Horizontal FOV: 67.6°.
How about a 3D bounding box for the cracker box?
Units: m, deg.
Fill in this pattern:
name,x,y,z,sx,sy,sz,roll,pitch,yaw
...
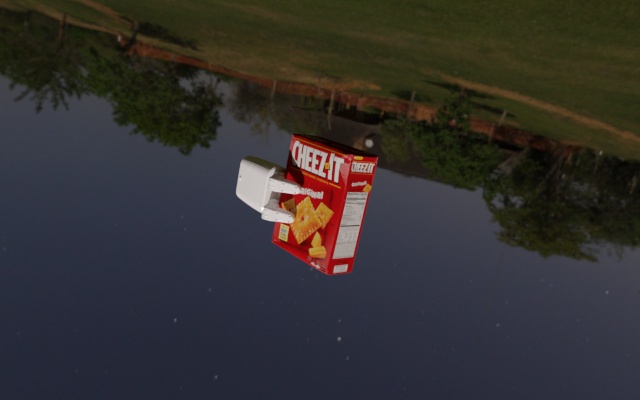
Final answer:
name,x,y,z,sx,sy,sz,roll,pitch,yaw
cracker box,0.000,0.003,0.852,0.072,0.214,0.164,-1,18,-43
